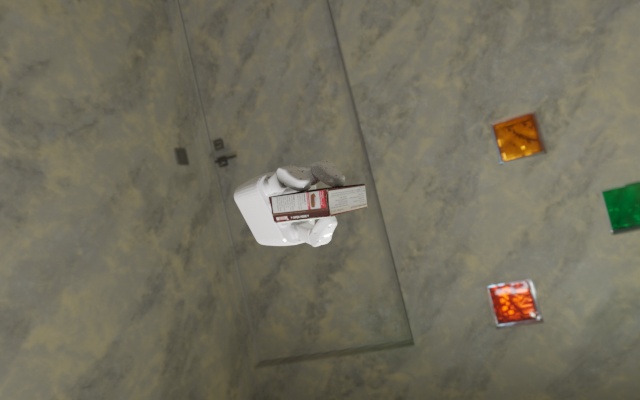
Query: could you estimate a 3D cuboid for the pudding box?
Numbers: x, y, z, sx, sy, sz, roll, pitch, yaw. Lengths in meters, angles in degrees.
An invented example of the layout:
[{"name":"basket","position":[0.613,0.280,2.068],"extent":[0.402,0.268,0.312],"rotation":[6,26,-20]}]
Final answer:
[{"name":"pudding box","position":[0.000,0.002,0.642],"extent":[0.090,0.039,0.113],"rotation":[-8,3,30]}]
